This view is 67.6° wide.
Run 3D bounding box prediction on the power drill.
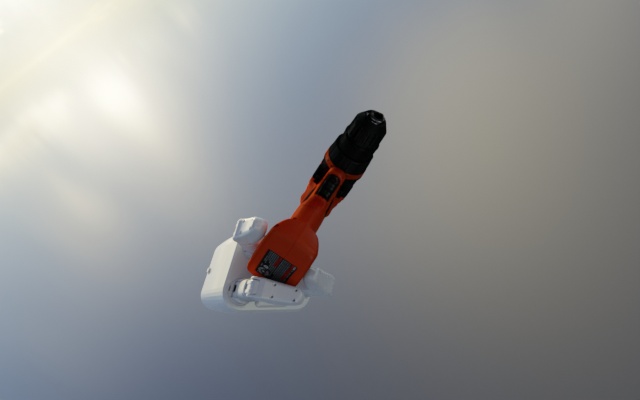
[{"bbox_3d":[0.000,0.002,0.536,0.057,0.187,0.184,34,-43,1],"label":"power drill"}]
